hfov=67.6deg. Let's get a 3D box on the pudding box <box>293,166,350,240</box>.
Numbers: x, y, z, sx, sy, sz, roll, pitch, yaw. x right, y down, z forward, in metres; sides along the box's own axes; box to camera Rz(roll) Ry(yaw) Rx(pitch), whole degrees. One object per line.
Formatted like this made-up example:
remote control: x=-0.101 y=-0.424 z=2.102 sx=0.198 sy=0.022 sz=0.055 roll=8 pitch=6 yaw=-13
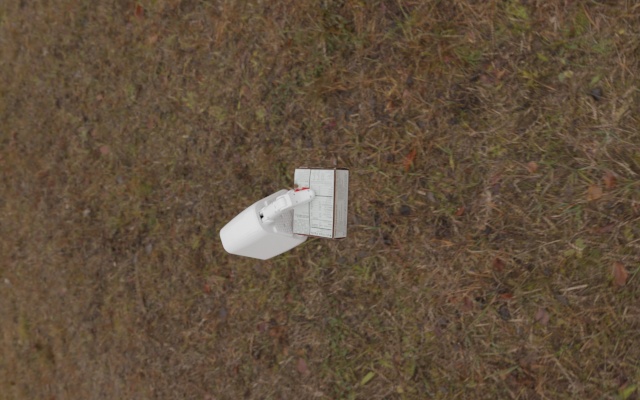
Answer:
pudding box: x=0.000 y=0.002 z=0.762 sx=0.090 sy=0.113 sz=0.039 roll=5 pitch=6 yaw=41
